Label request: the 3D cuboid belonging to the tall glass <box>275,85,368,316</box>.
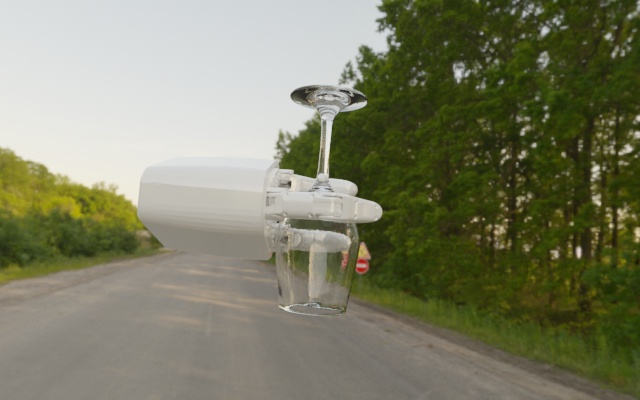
[{"bbox_3d":[0.000,0.001,0.444,0.079,0.201,0.079,4,-6,0],"label":"tall glass"}]
